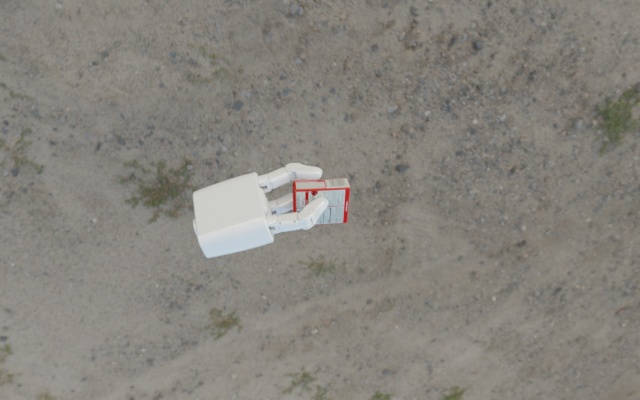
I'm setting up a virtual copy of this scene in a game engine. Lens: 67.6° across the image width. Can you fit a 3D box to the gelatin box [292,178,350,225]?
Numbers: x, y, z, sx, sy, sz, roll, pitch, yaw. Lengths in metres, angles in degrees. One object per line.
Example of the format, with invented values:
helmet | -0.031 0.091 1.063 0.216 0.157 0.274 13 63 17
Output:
gelatin box | 0.001 0.003 0.759 0.089 0.073 0.030 -3 38 -6
